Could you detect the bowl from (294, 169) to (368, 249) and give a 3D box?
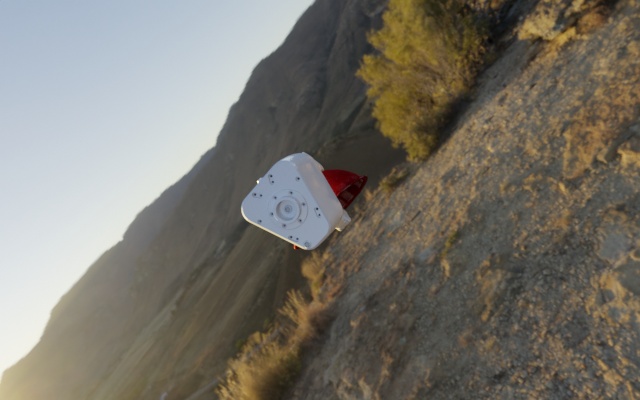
[{"bbox_3d":[0.000,0.002,0.760,0.055,0.162,0.162,45,11,11],"label":"bowl"}]
